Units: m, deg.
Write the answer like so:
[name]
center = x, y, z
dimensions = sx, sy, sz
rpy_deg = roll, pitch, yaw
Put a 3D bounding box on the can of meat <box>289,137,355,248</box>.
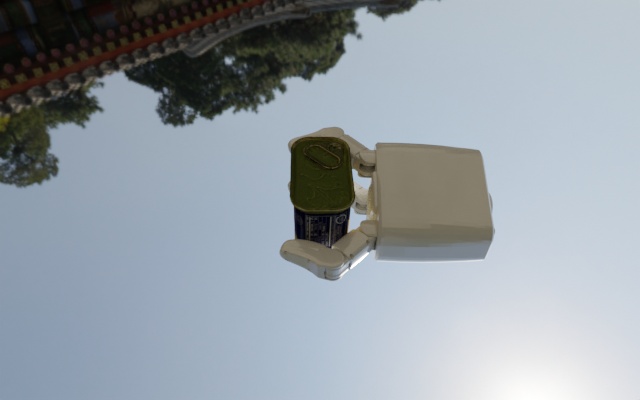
[can of meat]
center = 0.000, 0.002, 0.466
dimensions = 0.057, 0.102, 0.084
rpy_deg = -1, -45, -2
